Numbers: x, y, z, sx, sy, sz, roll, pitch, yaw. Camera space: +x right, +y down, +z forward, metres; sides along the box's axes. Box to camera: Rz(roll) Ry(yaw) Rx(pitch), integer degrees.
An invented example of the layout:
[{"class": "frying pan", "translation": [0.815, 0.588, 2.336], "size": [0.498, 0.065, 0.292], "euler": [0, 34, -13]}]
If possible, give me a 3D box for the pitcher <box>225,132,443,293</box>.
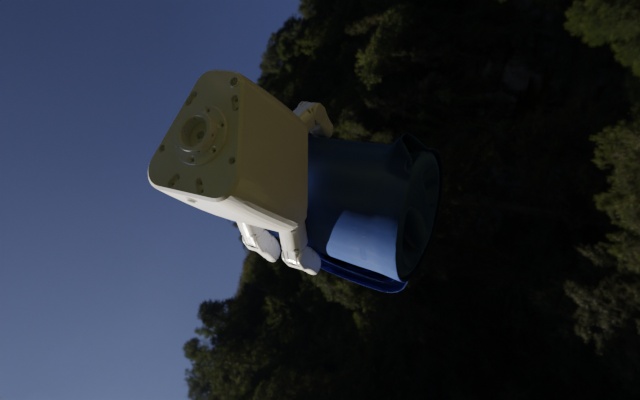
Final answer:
[{"class": "pitcher", "translation": [0.000, 0.002, 0.521], "size": [0.243, 0.149, 0.145], "euler": [13, -7, 27]}]
